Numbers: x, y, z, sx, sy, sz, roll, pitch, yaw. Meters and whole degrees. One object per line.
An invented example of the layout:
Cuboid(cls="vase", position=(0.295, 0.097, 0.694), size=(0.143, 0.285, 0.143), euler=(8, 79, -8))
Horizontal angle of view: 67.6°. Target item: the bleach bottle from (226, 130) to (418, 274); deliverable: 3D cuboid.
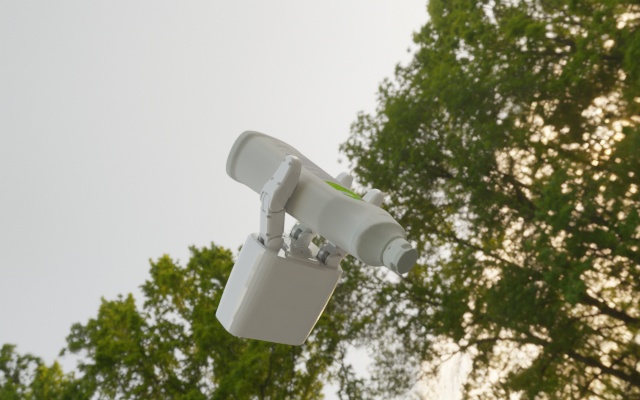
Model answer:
Cuboid(cls="bleach bottle", position=(0.000, 0.002, 0.523), size=(0.102, 0.068, 0.250), euler=(14, 16, -46))
